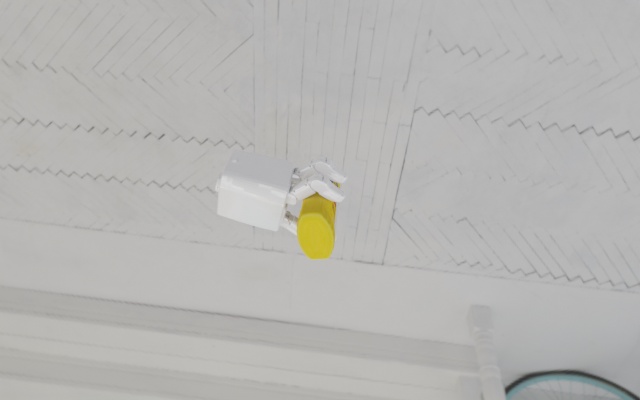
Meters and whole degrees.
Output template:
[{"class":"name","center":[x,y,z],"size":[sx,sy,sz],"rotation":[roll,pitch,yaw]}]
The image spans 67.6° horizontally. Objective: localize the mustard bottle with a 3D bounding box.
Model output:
[{"class":"mustard bottle","center":[0.000,0.003,0.798],"size":[0.058,0.096,0.191],"rotation":[-5,35,9]}]
